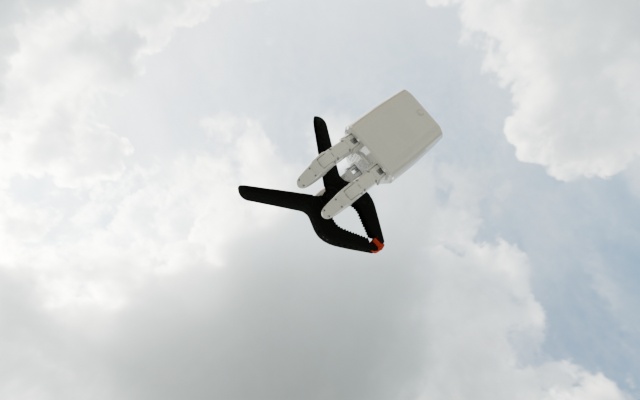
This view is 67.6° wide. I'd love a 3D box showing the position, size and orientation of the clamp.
[{"bbox_3d":[0.001,0.003,0.670,0.164,0.210,0.036,-38,-7,-13],"label":"clamp"}]
